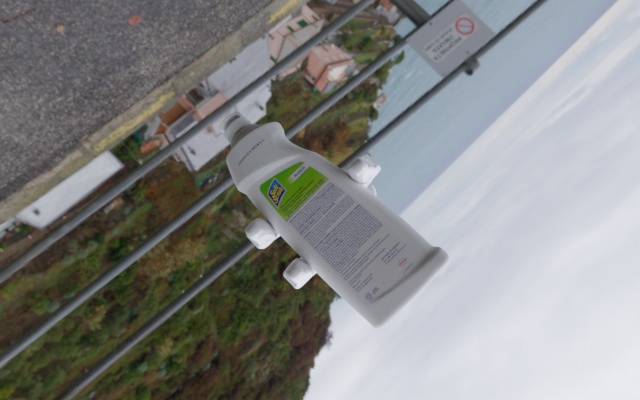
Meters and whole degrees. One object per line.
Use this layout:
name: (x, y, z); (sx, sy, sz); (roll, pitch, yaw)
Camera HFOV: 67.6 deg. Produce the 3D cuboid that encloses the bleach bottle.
bleach bottle: (0.000, 0.002, 0.472); (0.102, 0.251, 0.068); (-44, -8, -4)
